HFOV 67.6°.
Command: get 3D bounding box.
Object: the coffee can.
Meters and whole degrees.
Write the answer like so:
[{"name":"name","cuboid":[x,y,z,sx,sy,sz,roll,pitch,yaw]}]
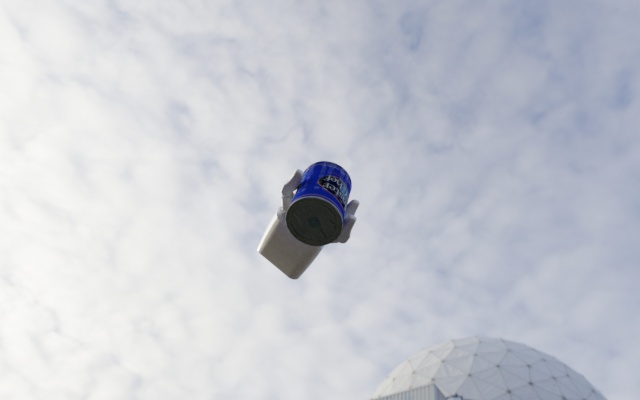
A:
[{"name":"coffee can","cuboid":[0.000,0.003,0.892,0.103,0.103,0.140,0,31,12]}]
